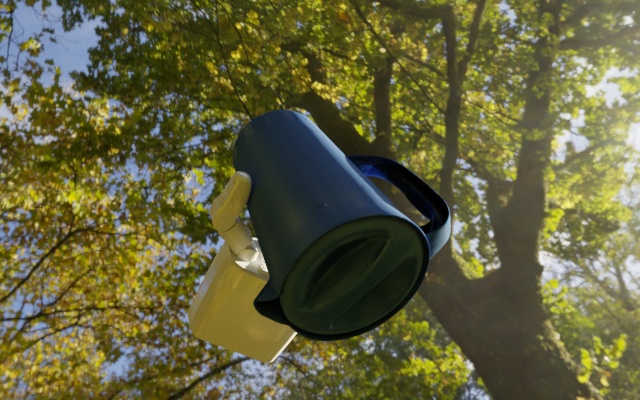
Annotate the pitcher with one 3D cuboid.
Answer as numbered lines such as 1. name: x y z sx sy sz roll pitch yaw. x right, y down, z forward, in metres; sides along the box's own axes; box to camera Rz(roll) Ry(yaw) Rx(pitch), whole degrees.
1. pitcher: 0.000 0.002 0.472 0.149 0.145 0.242 18 24 -33
